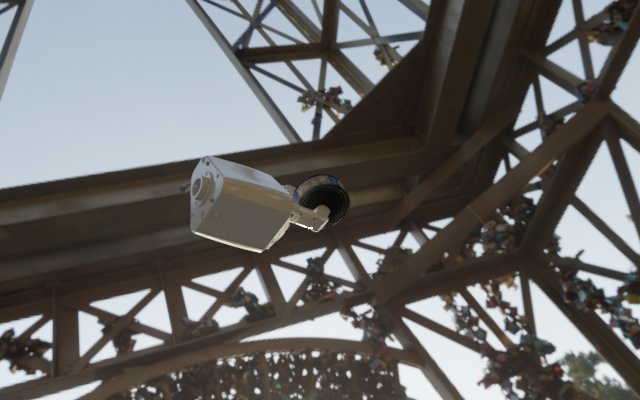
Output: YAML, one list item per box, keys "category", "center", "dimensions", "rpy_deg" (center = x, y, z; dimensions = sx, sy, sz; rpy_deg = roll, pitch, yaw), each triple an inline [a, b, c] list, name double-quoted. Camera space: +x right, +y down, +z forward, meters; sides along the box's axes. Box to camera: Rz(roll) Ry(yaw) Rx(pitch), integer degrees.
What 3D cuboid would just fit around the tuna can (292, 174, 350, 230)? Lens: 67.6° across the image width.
- category: "tuna can"
  center: [0.000, 0.002, 0.736]
  dimensions: [0.086, 0.086, 0.033]
  rpy_deg: [0, 36, -22]
